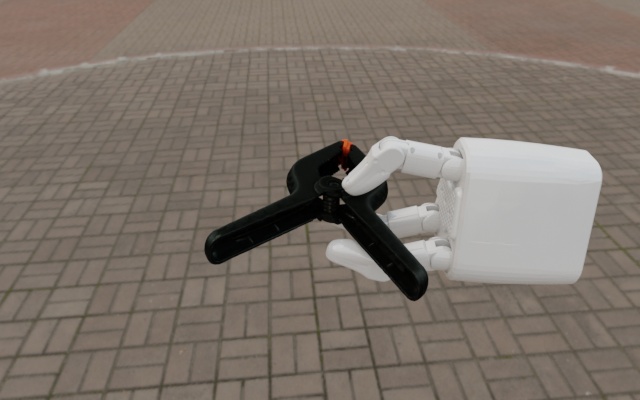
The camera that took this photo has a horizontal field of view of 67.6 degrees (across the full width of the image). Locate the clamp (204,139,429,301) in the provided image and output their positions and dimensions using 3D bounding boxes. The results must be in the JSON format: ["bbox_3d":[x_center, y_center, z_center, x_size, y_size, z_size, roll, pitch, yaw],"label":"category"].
[{"bbox_3d":[0.000,0.000,0.418,0.164,0.036,0.209,7,33,-1],"label":"clamp"}]
